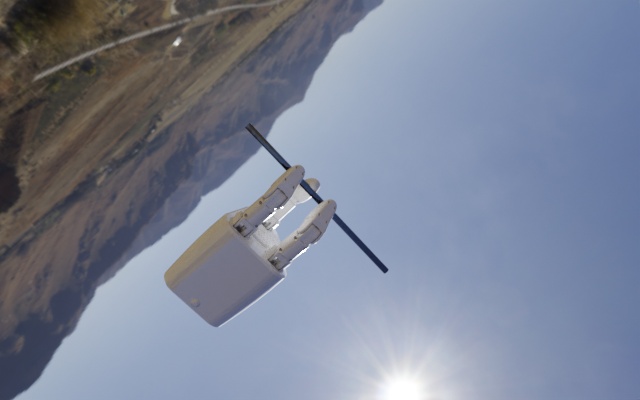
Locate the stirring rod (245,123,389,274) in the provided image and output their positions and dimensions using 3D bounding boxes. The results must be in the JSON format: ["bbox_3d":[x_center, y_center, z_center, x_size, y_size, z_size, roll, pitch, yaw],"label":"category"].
[{"bbox_3d":[0.000,0.002,0.555,0.011,0.239,0.011,-40,15,13],"label":"stirring rod"}]
